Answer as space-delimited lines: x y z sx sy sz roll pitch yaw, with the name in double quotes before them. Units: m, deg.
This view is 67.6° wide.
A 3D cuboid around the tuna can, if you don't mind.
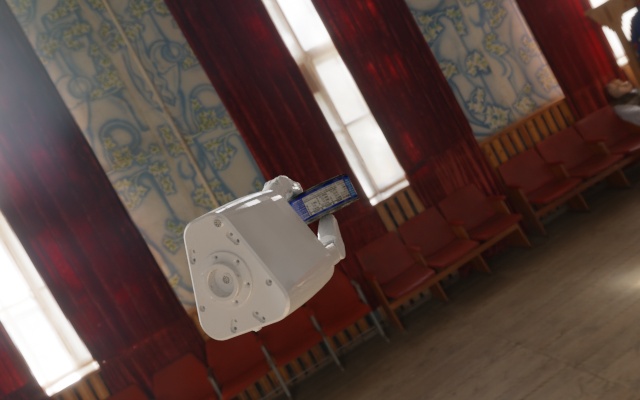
"tuna can" 0.000 0.001 0.556 0.086 0.034 0.086 -26 -3 -1
